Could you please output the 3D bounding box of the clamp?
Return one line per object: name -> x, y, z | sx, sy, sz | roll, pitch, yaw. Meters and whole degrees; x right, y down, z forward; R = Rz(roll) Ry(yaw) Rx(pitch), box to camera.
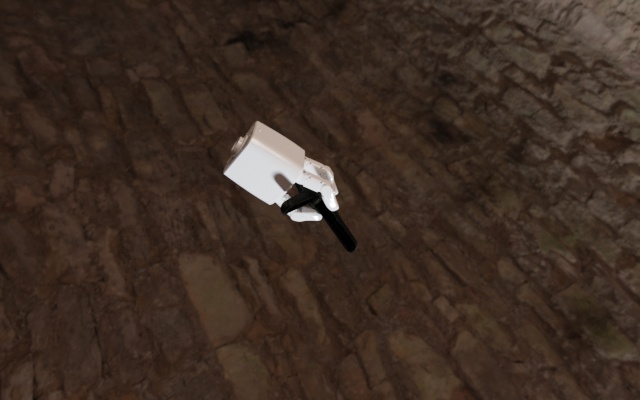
clamp -> -0.001, 0.003, 0.899 | 0.164, 0.036, 0.209 | 36, 25, -20
